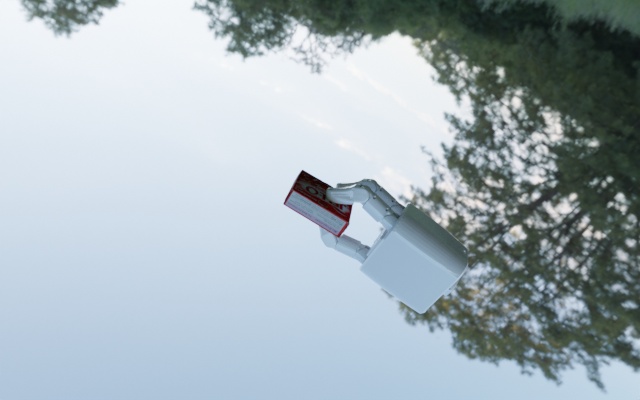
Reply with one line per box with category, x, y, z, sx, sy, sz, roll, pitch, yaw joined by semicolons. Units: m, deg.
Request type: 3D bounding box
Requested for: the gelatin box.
gelatin box;0.000;0.002;0.648;0.089;0.030;0.073;31;25;-5
